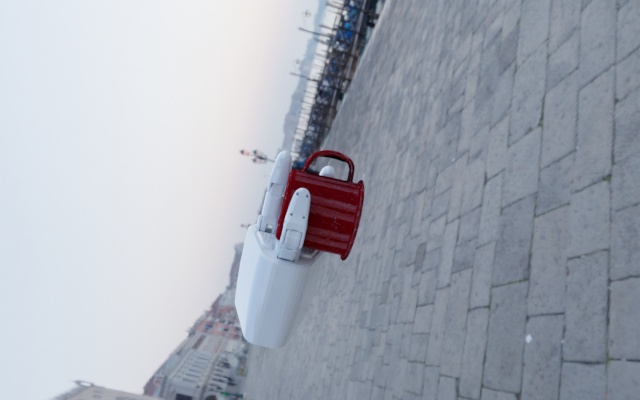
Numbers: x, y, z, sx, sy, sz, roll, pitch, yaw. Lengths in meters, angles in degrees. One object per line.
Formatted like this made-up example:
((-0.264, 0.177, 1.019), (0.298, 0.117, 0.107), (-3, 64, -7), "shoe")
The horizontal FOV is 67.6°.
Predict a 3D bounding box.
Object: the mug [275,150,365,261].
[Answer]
((0.000, 0.000, 0.528), (0.081, 0.117, 0.093), (13, 14, -5), "mug")
